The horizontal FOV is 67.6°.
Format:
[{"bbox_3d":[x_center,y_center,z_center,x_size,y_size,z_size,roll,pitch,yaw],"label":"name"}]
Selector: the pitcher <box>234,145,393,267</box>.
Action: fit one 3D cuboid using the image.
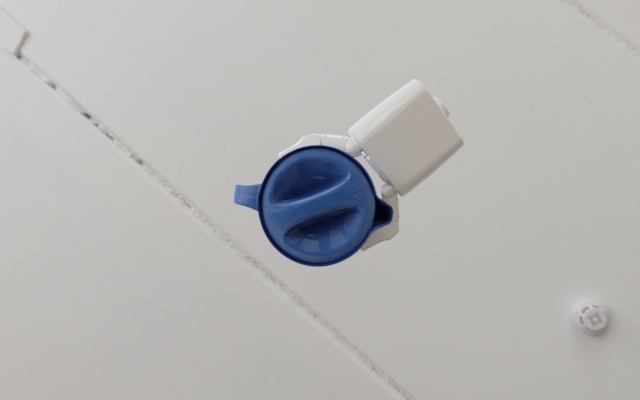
[{"bbox_3d":[0.000,0.002,0.634,0.145,0.149,0.243,-39,-4,6],"label":"pitcher"}]
